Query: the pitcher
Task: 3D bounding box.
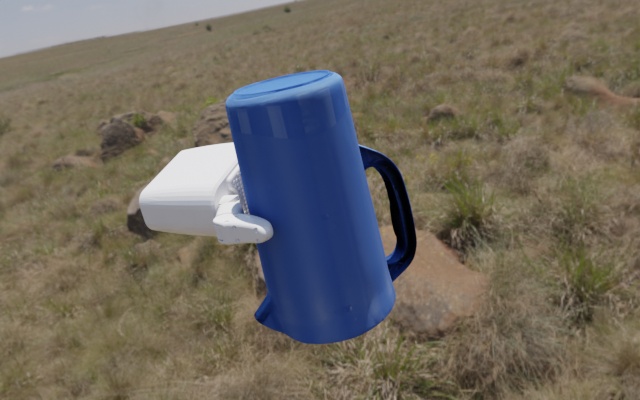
[{"bbox_3d":[0.000,0.002,0.470,0.145,0.243,0.149,-1,24,26],"label":"pitcher"}]
